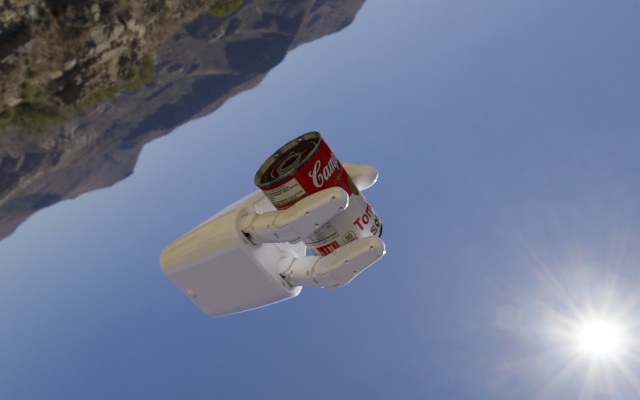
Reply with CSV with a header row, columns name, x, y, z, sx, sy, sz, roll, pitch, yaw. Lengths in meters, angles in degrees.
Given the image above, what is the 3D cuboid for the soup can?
name,x,y,z,sx,sy,sz,roll,pitch,yaw
soup can,0.001,0.001,0.412,0.068,0.102,0.068,-30,24,15
